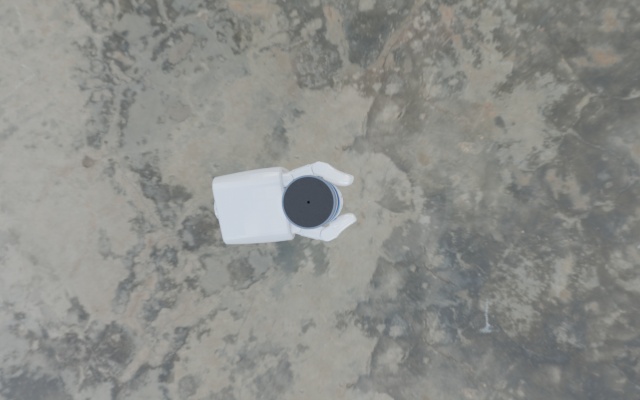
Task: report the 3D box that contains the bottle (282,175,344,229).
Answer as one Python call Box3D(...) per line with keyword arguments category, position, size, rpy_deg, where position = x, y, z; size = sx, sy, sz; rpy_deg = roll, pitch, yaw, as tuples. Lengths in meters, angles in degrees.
Box3D(category="bottle", position=(0.000, 0.002, 0.724), size=(0.069, 0.069, 0.296), rpy_deg=(0, 0, 6))
